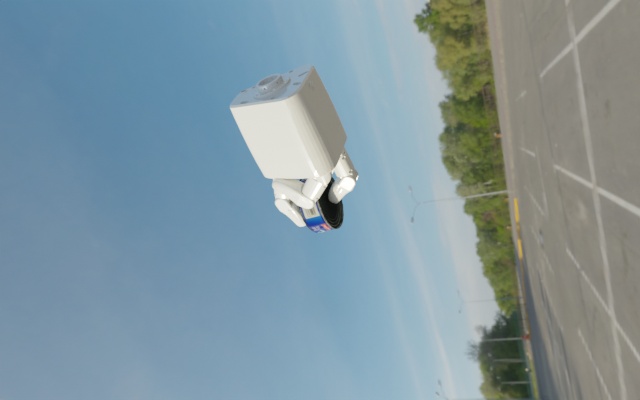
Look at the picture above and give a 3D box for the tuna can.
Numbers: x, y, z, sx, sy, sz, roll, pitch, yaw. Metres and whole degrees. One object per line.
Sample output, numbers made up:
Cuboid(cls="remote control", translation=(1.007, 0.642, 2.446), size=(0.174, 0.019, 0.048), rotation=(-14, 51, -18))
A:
Cuboid(cls="tuna can", translation=(0.000, 0.002, 0.682), size=(0.034, 0.086, 0.086), rotation=(-15, -6, 24))
